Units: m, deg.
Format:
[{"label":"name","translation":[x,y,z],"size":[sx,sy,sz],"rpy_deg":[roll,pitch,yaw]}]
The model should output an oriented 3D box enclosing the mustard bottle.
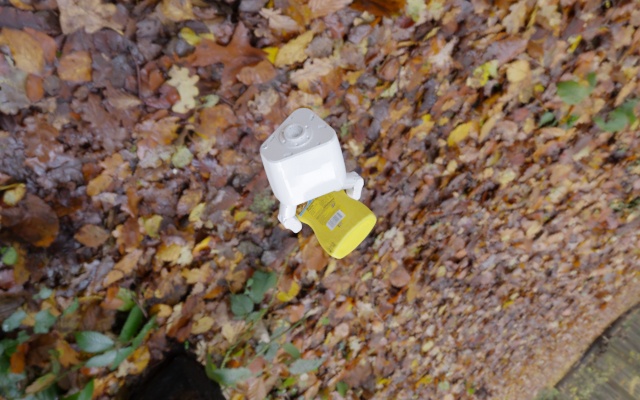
[{"label":"mustard bottle","translation":[0.000,0.003,0.813],"size":[0.191,0.096,0.058],"rpy_deg":[46,8,33]}]
